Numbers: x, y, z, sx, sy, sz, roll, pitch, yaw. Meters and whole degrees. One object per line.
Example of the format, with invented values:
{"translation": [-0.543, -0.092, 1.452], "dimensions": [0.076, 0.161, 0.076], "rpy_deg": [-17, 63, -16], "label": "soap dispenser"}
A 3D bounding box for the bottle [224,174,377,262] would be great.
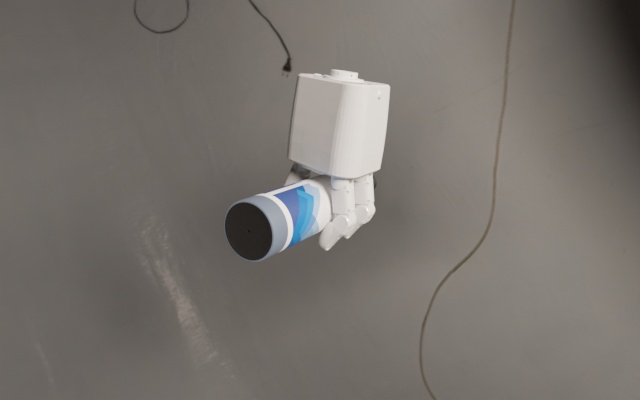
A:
{"translation": [0.000, 0.002, 0.611], "dimensions": [0.069, 0.069, 0.295], "rpy_deg": [0, 12, 31], "label": "bottle"}
